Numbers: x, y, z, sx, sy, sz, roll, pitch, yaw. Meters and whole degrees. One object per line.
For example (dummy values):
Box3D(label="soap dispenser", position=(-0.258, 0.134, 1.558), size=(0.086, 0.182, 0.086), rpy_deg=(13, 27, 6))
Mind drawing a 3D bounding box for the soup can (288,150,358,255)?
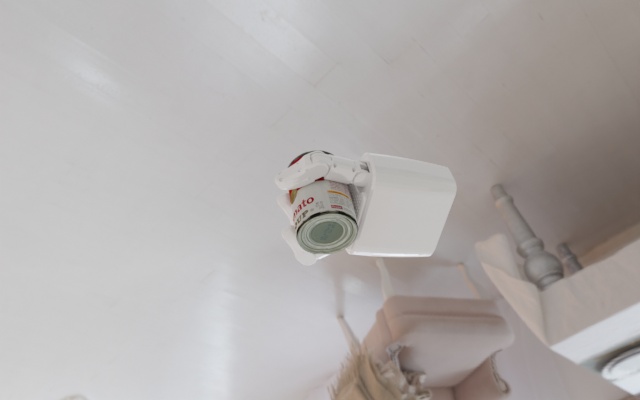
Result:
Box3D(label="soup can", position=(0.000, 0.002, 0.534), size=(0.068, 0.069, 0.102), rpy_deg=(0, 44, -12))
